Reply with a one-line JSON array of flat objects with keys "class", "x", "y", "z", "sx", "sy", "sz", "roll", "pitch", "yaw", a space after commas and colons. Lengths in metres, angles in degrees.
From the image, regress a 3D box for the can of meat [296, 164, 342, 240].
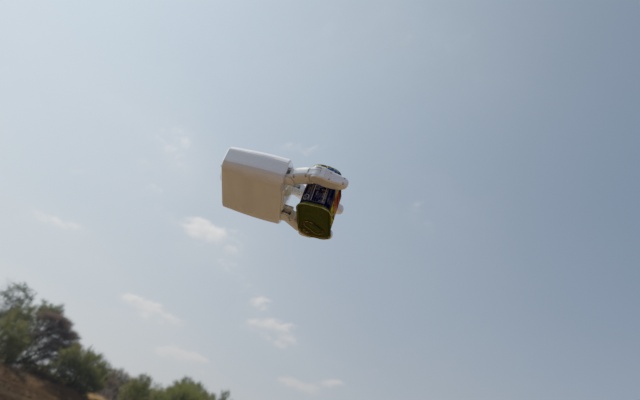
[{"class": "can of meat", "x": 0.000, "y": 0.002, "z": 0.789, "sx": 0.057, "sy": 0.084, "sz": 0.102, "roll": 13, "pitch": -32, "yaw": 9}]
